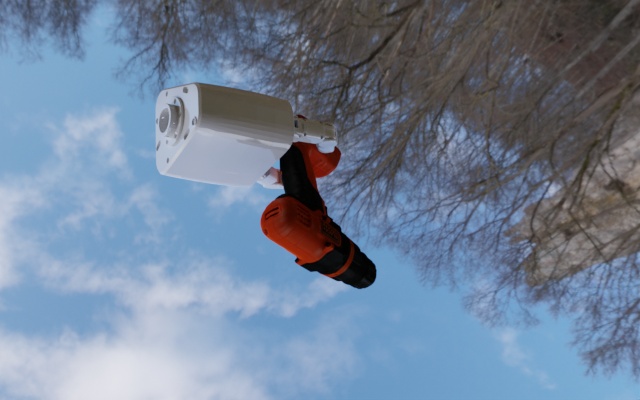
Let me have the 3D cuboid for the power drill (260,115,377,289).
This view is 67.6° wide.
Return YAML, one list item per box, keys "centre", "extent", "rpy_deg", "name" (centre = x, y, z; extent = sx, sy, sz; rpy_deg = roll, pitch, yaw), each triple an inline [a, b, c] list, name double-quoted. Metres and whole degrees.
- centre: [0.000, 0.001, 0.571]
  extent: [0.057, 0.187, 0.184]
  rpy_deg: [-28, -43, 22]
  name: "power drill"
